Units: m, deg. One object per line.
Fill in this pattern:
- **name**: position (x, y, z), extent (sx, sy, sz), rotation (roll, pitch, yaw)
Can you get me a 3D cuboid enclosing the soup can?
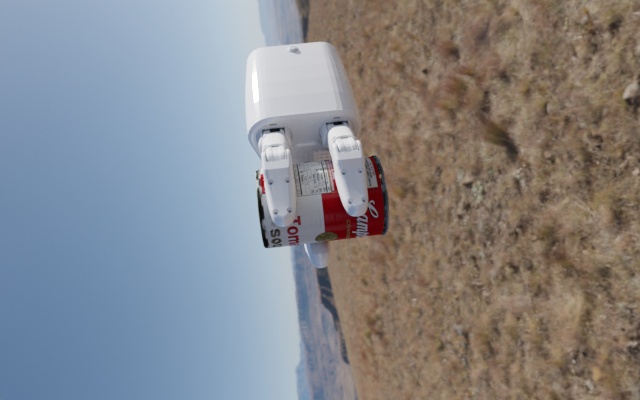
- **soup can**: position (0.000, 0.002, 0.401), extent (0.102, 0.068, 0.068), rotation (-7, 0, -4)
